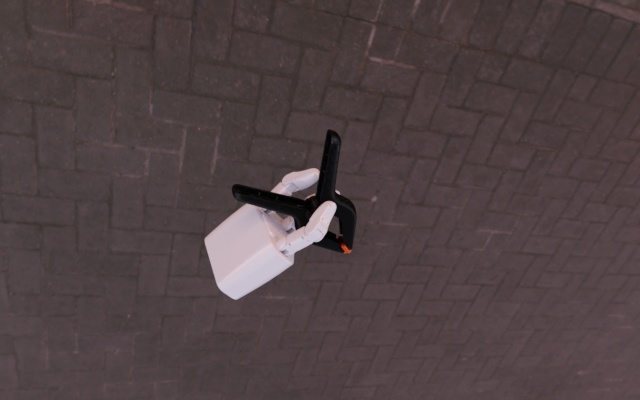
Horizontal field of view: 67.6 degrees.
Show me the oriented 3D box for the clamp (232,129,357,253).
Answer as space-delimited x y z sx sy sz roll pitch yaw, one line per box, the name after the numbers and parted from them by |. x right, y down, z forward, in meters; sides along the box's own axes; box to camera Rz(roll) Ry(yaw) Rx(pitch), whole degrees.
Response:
0.000 0.003 0.689 0.164 0.036 0.210 -34 -53 14 | clamp
